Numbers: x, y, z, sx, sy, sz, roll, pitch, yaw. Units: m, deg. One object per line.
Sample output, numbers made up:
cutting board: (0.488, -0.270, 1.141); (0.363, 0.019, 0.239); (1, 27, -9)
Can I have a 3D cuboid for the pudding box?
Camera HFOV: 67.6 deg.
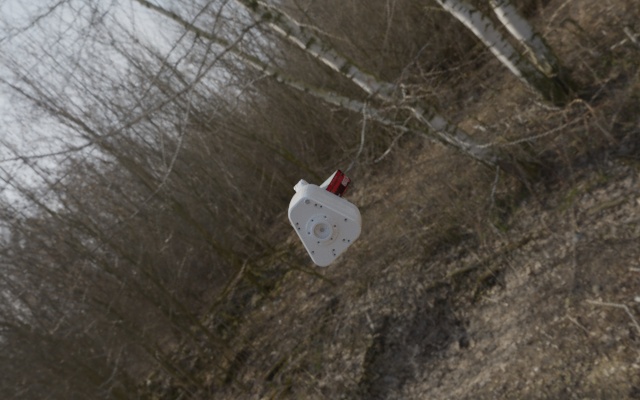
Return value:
pudding box: (0.000, 0.003, 0.896); (0.113, 0.039, 0.090); (-40, 9, 36)
